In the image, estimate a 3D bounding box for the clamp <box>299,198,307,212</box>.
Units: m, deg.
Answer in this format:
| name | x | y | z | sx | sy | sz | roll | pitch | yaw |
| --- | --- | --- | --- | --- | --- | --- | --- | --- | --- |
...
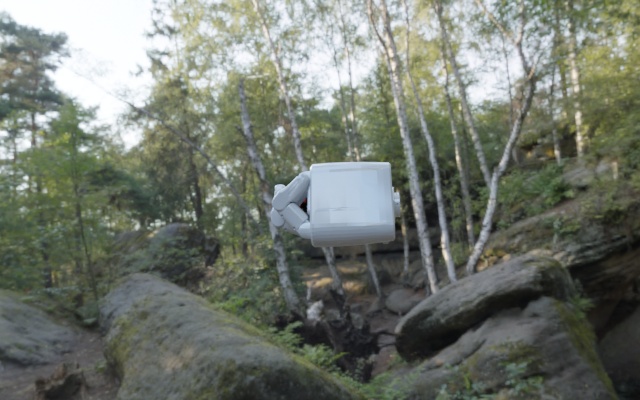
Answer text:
| name | x | y | z | sx | sy | sz | roll | pitch | yaw |
| --- | --- | --- | --- | --- | --- | --- | --- | --- | --- |
| clamp | 0.000 | 0.002 | 0.742 | 0.120 | 0.039 | 0.171 | 0 | 0 | 7 |
